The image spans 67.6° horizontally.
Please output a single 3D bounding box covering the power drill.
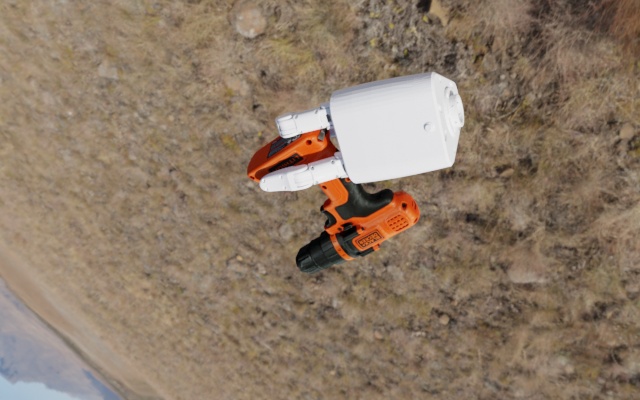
[{"bbox_3d":[0.000,0.002,0.586,0.184,0.188,0.057,-31,30,24],"label":"power drill"}]
